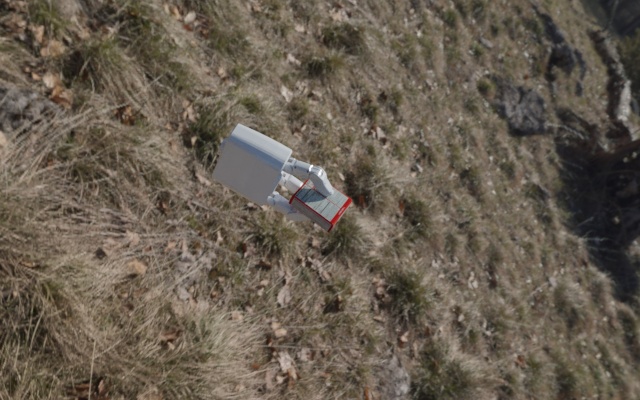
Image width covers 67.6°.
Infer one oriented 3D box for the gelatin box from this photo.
[{"bbox_3d":[0.001,0.003,0.845,0.089,0.073,0.030,35,-40,6],"label":"gelatin box"}]
